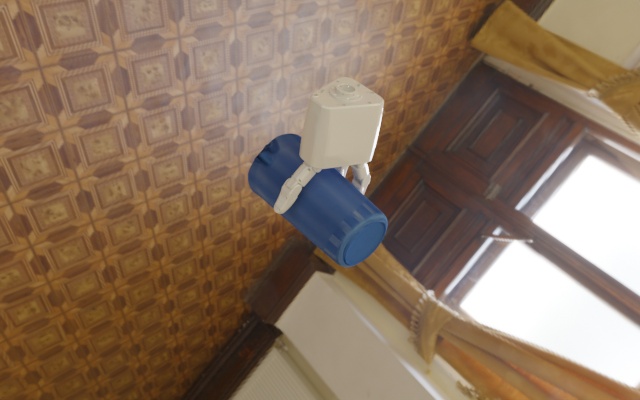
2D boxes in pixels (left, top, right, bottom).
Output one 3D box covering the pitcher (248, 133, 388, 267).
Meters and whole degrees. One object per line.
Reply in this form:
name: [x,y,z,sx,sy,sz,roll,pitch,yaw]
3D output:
pitcher: [0.000,0.003,0.822,0.149,0.145,0.242,-21,49,-36]
